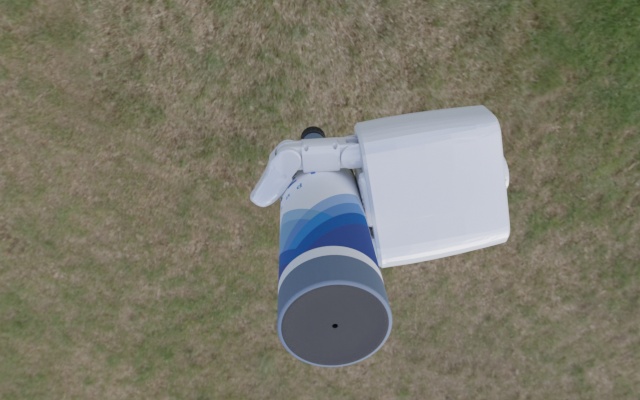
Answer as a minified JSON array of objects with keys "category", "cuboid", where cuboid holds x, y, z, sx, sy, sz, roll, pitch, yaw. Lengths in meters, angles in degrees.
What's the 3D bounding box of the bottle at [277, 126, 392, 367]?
[{"category":"bottle","cuboid":[0.000,0.001,0.401,0.069,0.069,0.295,0,29,-4]}]
